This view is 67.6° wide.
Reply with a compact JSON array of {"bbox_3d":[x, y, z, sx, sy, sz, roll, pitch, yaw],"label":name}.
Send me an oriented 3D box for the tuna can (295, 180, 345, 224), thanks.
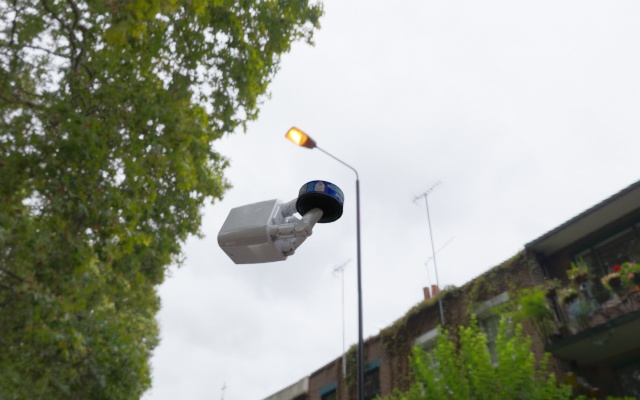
[{"bbox_3d":[0.000,0.002,0.852,0.086,0.033,0.086,6,-40,5],"label":"tuna can"}]
